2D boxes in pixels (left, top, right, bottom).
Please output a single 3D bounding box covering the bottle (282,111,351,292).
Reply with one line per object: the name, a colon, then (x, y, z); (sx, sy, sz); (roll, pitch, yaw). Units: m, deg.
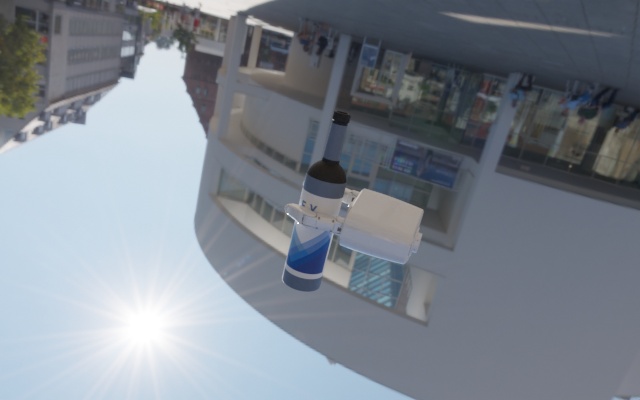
bottle: (0.000, 0.003, 0.772); (0.069, 0.296, 0.069); (13, 18, -4)
